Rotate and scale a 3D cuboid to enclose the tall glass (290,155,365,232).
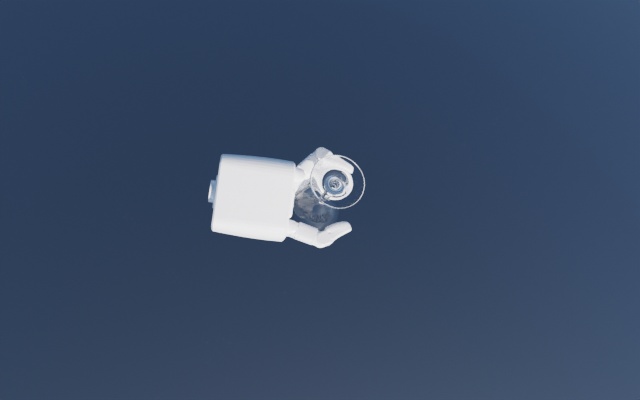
[{"bbox_3d":[0.000,0.002,0.715,0.079,0.079,0.201,0,-16,-13],"label":"tall glass"}]
